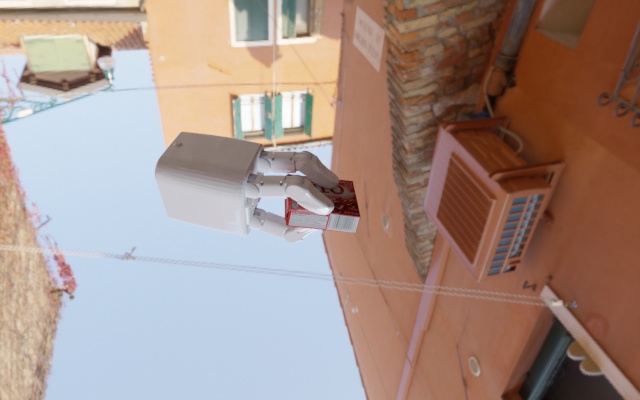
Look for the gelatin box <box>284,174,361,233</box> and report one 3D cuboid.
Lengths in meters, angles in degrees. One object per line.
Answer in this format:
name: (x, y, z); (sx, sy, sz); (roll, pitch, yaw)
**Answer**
gelatin box: (0.000, 0.002, 0.589); (0.089, 0.030, 0.073); (7, 37, -11)
